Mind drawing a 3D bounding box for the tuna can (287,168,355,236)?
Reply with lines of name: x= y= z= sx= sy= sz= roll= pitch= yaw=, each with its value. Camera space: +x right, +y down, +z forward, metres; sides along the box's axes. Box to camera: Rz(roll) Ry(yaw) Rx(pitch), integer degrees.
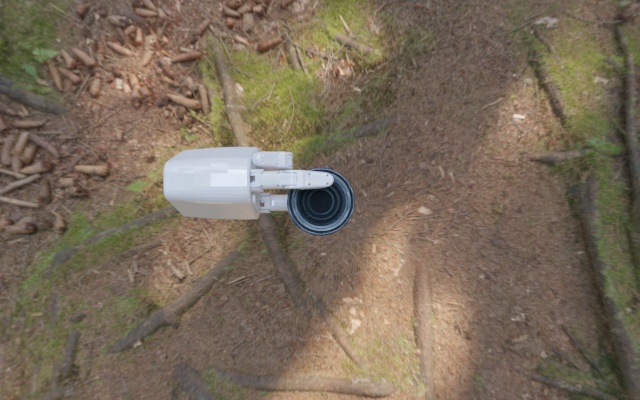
tuna can: x=0.000 y=0.002 z=0.605 sx=0.086 sy=0.086 sz=0.034 roll=0 pitch=-3 yaw=-3
